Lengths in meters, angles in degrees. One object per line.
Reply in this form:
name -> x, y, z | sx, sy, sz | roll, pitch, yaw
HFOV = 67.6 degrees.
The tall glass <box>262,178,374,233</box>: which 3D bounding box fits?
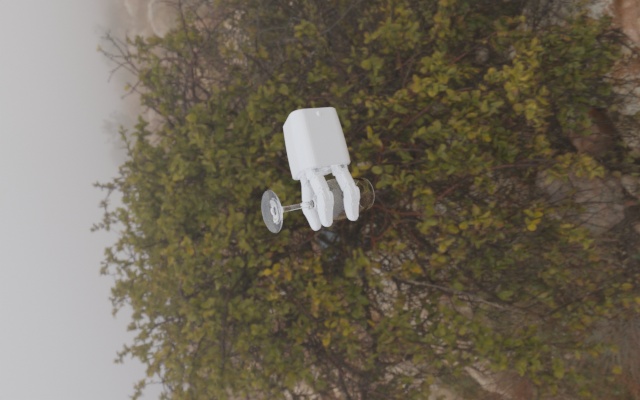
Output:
tall glass -> 0.000, 0.003, 0.859 | 0.201, 0.079, 0.079 | -10, 5, -31
